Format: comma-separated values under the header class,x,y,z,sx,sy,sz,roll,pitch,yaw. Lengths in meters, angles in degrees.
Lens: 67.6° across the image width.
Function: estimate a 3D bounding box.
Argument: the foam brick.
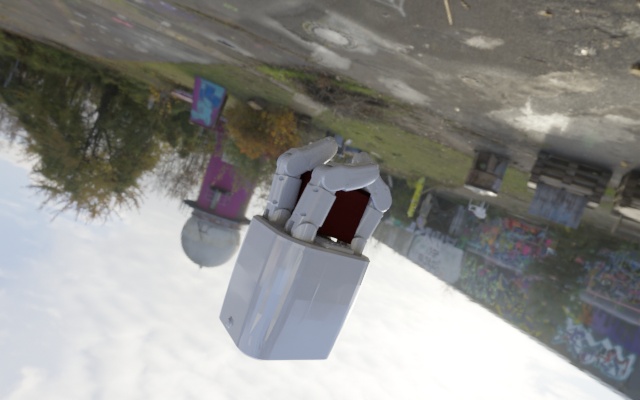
class,x,y,z,sx,sy,sz,roll,pitch,yaw
foam brick,0.000,0.001,0.460,0.053,0.051,0.078,22,1,-29
